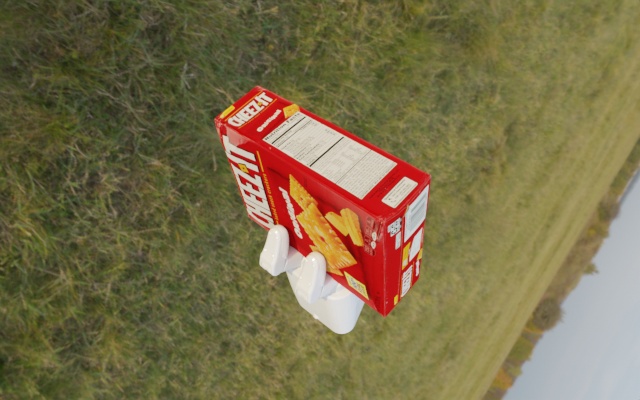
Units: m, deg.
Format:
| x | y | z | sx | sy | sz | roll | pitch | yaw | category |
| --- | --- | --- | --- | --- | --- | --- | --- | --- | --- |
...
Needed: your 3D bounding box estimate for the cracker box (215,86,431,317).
| x | y | z | sx | sy | sz | roll | pitch | yaw | category |
| --- | --- | --- | --- | --- | --- | --- | --- | --- | --- |
| 0.000 | 0.002 | 0.487 | 0.213 | 0.164 | 0.072 | 32 | 61 | 29 | cracker box |
